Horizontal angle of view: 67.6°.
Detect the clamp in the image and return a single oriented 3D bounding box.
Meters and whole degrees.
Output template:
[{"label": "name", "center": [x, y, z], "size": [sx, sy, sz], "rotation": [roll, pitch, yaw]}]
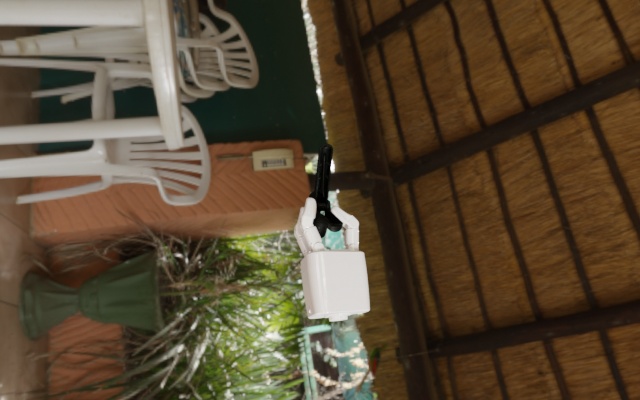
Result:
[{"label": "clamp", "center": [0.001, 0.003, 0.891], "size": [0.036, 0.164, 0.210], "rotation": [0, -19, -12]}]
